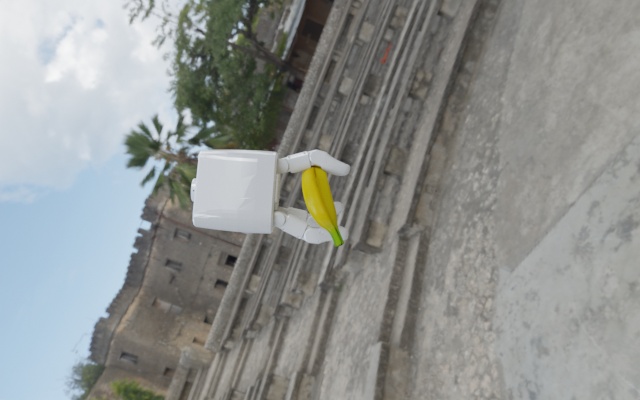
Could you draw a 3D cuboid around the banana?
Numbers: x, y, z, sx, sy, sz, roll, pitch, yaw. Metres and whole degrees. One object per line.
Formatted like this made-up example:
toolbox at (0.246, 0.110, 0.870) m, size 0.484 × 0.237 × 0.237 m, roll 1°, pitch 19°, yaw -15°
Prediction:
banana at (-0.004, -0.012, 0.660) m, size 0.037 × 0.070 × 0.197 m, roll -14°, pitch 28°, yaw 2°
